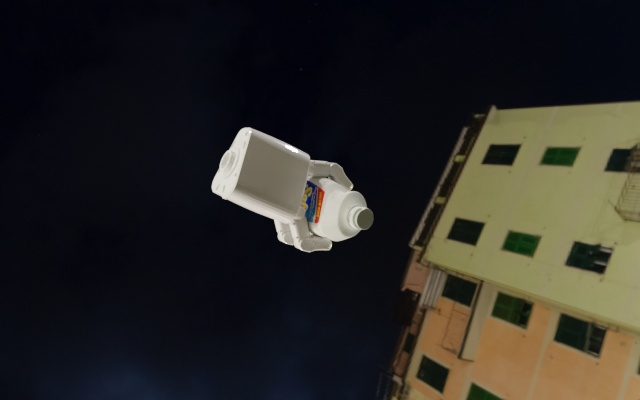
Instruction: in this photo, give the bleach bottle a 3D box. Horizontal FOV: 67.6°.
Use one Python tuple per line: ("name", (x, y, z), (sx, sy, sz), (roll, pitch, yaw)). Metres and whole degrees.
("bleach bottle", (0.000, 0.003, 0.749), (0.068, 0.102, 0.251), (25, -6, -31))
